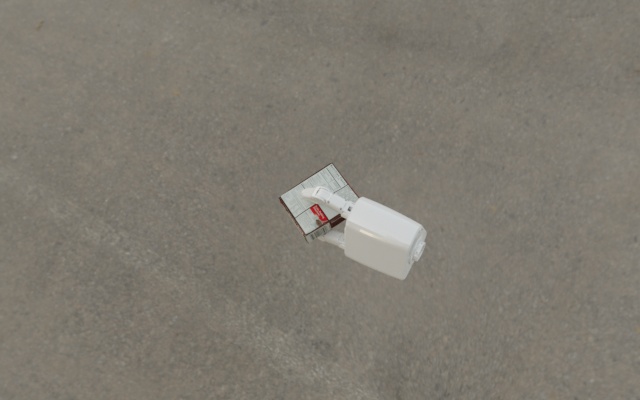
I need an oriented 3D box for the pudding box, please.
[{"bbox_3d":[0.000,0.003,0.802,0.113,0.090,0.039,-32,-24,-7],"label":"pudding box"}]
